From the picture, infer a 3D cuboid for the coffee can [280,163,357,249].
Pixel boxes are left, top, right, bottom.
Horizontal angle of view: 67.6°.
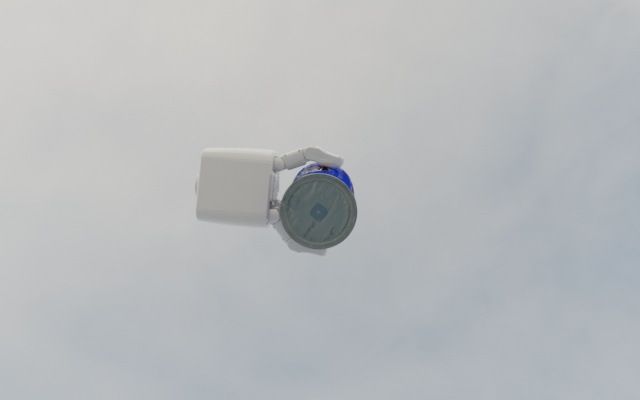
[{"bbox_3d":[0.000,0.002,0.695,0.103,0.103,0.140,0,11,2],"label":"coffee can"}]
